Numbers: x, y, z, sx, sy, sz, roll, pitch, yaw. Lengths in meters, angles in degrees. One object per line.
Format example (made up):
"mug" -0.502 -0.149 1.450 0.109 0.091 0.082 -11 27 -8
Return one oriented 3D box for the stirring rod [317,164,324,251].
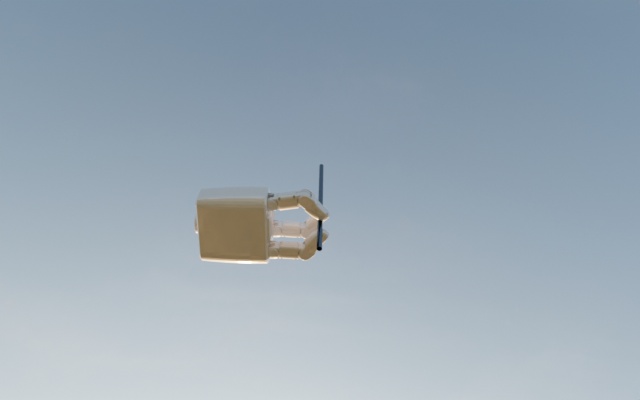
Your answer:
"stirring rod" 0.000 0.003 0.776 0.011 0.011 0.239 0 33 1
